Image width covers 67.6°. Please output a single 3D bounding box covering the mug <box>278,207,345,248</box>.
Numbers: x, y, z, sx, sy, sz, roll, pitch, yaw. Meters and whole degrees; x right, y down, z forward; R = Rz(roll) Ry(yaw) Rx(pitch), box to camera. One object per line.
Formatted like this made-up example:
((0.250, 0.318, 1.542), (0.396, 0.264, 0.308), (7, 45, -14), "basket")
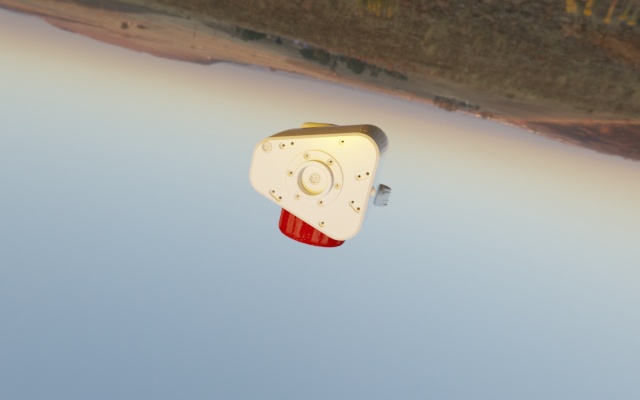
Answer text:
((0.000, 0.002, 0.568), (0.093, 0.081, 0.117), (15, 12, 8), "mug")
